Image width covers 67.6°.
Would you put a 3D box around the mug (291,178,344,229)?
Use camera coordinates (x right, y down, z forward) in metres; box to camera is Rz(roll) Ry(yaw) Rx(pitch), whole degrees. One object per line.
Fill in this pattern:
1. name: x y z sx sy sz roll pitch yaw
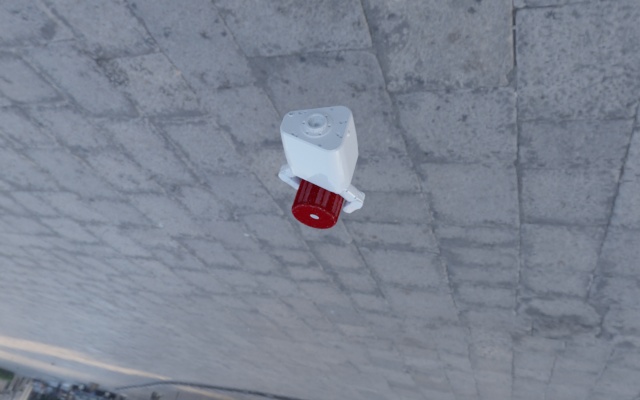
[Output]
1. mug: 0.000 0.004 0.840 0.093 0.081 0.117 9 -31 15
